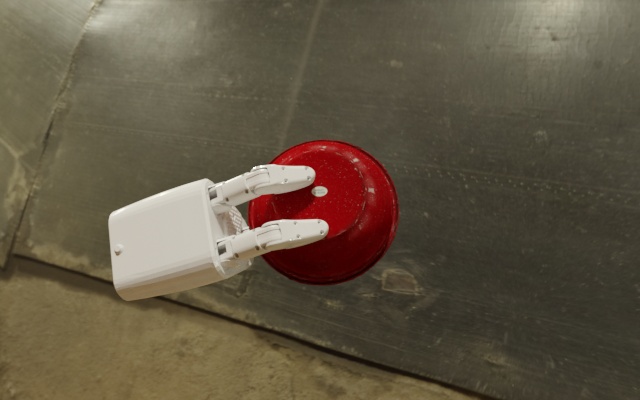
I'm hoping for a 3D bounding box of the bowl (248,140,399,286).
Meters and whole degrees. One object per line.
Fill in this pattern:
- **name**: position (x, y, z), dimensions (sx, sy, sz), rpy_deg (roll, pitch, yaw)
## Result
- **bowl**: position (0.001, 0.001, 0.482), dimensions (0.162, 0.162, 0.055), rpy_deg (0, -18, 5)
